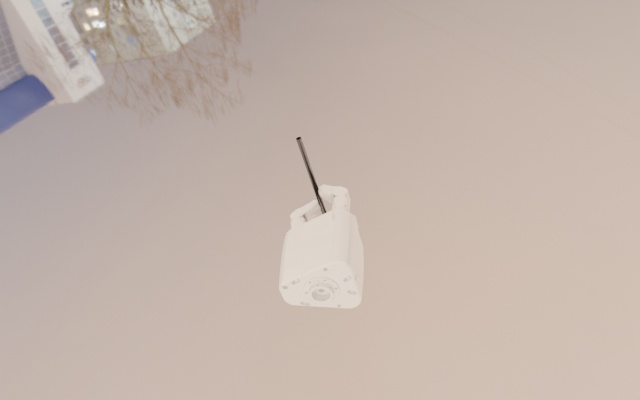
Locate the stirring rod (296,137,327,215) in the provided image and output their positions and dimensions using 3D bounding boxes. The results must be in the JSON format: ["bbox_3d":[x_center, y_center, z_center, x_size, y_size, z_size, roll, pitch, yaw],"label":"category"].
[{"bbox_3d":[0.000,0.002,0.767,0.011,0.240,0.011,-13,35,9],"label":"stirring rod"}]
